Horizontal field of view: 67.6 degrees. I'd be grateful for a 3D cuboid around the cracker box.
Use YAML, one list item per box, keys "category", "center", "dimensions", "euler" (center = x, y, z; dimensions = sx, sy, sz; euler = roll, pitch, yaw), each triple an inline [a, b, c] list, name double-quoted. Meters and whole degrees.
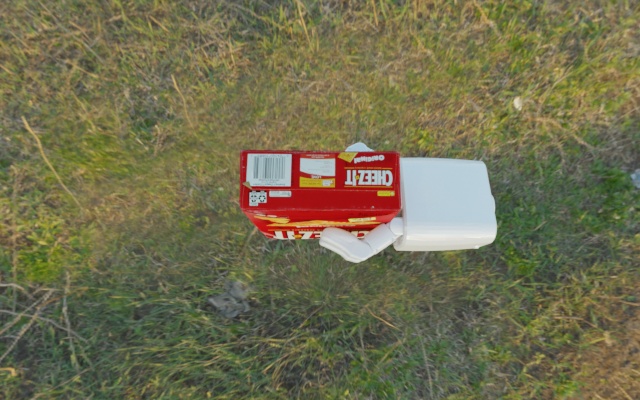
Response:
- category: "cracker box"
  center: [0.000, 0.002, 0.578]
  dimensions: [0.164, 0.072, 0.214]
  euler: [0, -12, 0]
